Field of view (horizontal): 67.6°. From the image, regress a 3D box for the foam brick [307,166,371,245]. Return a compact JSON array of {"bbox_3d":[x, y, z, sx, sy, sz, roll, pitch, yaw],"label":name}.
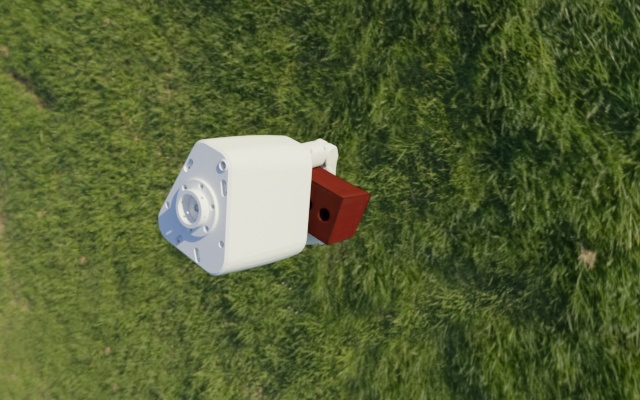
[{"bbox_3d":[0.000,0.002,0.486,0.078,0.053,0.051,30,22,28],"label":"foam brick"}]
